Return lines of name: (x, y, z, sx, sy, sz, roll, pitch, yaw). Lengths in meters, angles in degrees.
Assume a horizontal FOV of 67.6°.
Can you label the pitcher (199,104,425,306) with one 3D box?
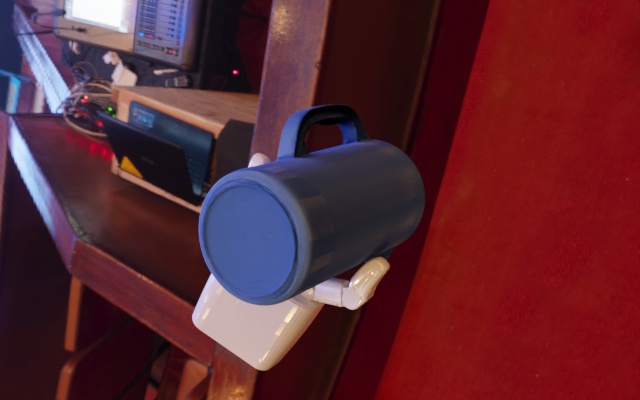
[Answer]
pitcher: (0.000, 0.002, 0.462, 0.149, 0.145, 0.243, 41, 25, 17)
